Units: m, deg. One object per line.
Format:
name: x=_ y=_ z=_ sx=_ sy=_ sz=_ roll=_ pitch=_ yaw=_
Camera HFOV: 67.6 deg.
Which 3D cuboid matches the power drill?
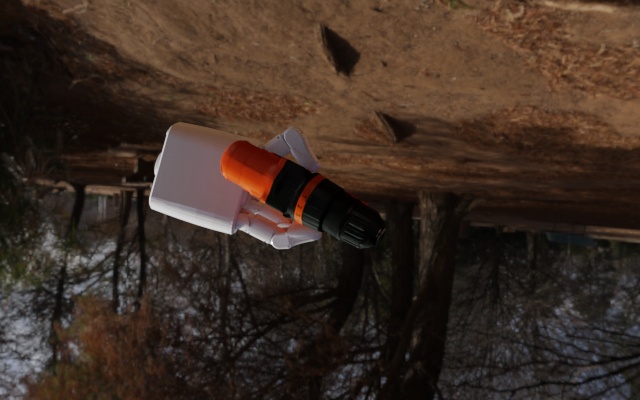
power drill: x=0.000 y=0.002 z=0.537 sx=0.184 sy=0.057 sz=0.188 roll=30 pitch=0 yaw=18
